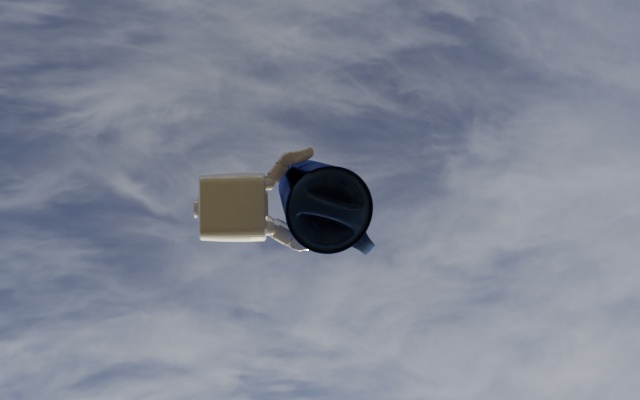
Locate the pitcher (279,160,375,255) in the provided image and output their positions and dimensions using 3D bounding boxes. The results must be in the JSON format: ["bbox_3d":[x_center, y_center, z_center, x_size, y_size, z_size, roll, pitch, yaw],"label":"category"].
[{"bbox_3d":[0.000,0.003,0.815,0.145,0.149,0.242,-3,11,-10],"label":"pitcher"}]
